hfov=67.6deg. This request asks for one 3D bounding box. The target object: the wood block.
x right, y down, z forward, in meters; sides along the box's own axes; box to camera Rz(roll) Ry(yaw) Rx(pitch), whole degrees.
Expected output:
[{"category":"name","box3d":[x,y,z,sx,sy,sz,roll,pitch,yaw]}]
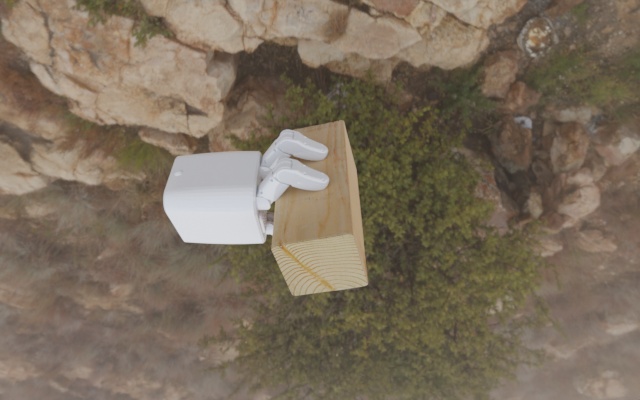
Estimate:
[{"category":"wood block","box3d":[0.000,0.002,0.588,0.090,0.091,0.206,-10,42,9]}]
